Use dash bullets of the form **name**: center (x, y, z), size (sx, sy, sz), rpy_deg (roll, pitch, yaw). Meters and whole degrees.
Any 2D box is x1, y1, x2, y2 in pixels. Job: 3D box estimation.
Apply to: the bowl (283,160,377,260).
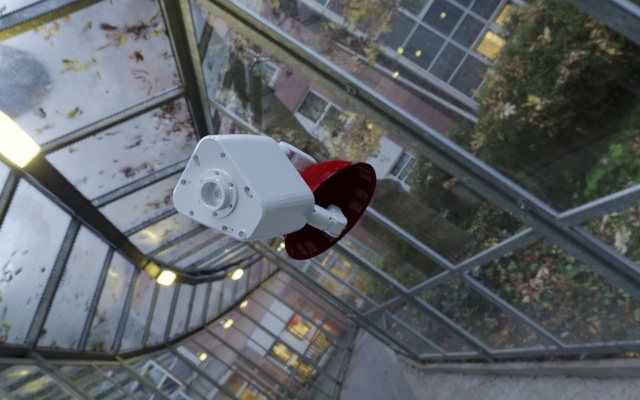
- **bowl**: center (0.000, 0.002, 0.644), size (0.055, 0.162, 0.162), rpy_deg (42, 23, 28)
